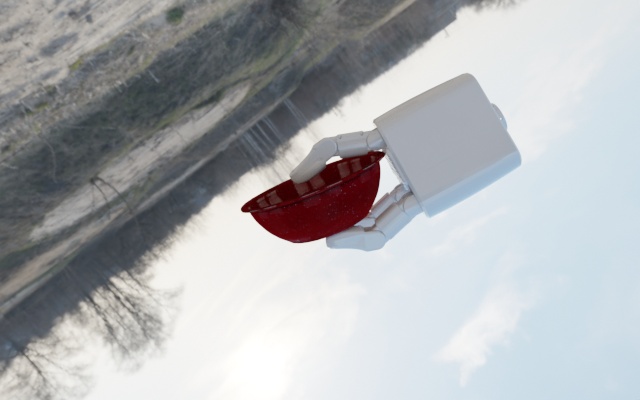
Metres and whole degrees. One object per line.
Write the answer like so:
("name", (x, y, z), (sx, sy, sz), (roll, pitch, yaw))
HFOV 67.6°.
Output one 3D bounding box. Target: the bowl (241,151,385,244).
("bowl", (-0.001, 0.002, 0.506), (0.162, 0.055, 0.162), (-20, 11, 4))
